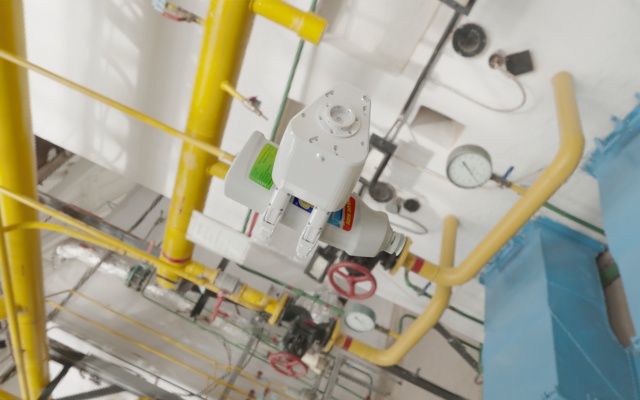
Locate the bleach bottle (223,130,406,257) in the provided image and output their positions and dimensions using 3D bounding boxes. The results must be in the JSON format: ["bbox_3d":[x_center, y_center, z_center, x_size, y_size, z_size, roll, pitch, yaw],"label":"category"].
[{"bbox_3d":[0.000,0.002,0.655,0.251,0.102,0.068,25,-31,0],"label":"bleach bottle"}]
